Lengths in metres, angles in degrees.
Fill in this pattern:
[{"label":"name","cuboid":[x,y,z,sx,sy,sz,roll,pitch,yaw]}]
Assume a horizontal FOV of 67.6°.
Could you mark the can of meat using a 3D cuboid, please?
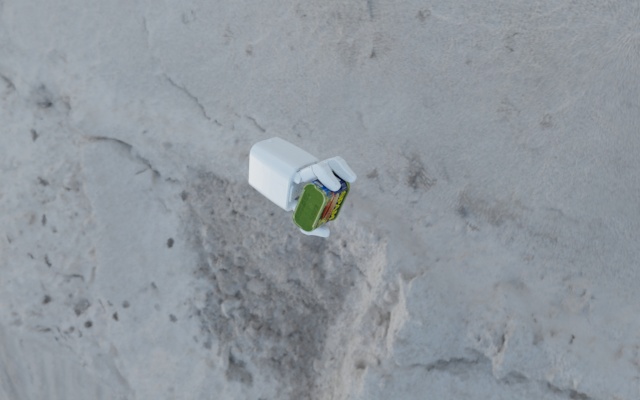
[{"label":"can of meat","cuboid":[0.000,0.003,0.895,0.057,0.102,0.084,36,33,19]}]
